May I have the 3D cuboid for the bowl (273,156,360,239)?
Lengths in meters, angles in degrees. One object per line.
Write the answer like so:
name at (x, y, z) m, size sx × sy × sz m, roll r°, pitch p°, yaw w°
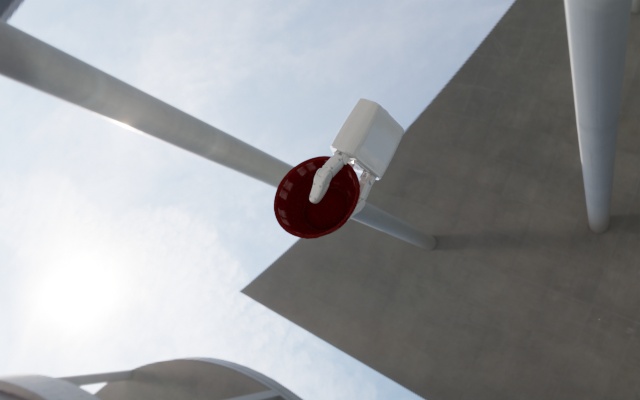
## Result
bowl at (-0.001, 0.004, 0.850) m, size 0.162 × 0.162 × 0.055 m, roll 0°, pitch -27°, yaw 24°
